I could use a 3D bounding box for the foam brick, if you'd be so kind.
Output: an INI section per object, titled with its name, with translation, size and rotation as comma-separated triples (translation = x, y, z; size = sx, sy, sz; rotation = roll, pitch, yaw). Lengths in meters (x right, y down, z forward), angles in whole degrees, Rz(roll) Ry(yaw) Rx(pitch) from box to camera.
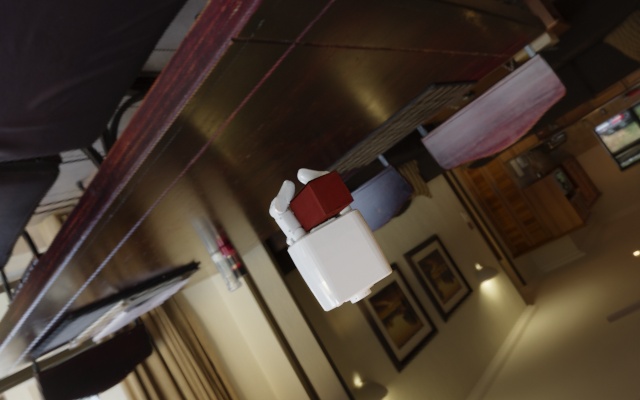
[foam brick]
translation = 0.000, 0.002, 0.670
size = 0.053, 0.051, 0.078
rotation = -24, -11, -32
